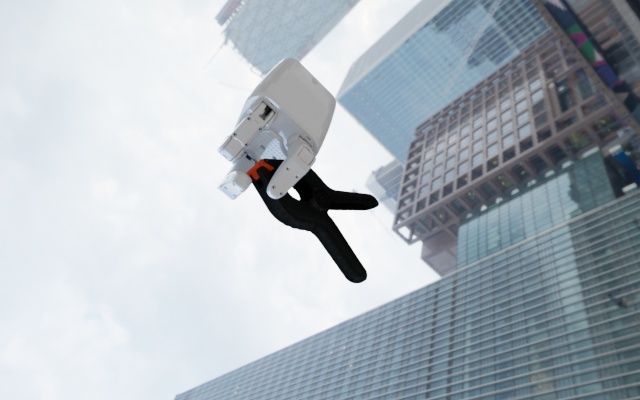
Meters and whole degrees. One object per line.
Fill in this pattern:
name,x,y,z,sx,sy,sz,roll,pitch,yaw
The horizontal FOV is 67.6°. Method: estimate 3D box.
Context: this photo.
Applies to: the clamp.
clamp,0.000,0.002,0.534,0.039,0.171,0.120,-35,21,37
